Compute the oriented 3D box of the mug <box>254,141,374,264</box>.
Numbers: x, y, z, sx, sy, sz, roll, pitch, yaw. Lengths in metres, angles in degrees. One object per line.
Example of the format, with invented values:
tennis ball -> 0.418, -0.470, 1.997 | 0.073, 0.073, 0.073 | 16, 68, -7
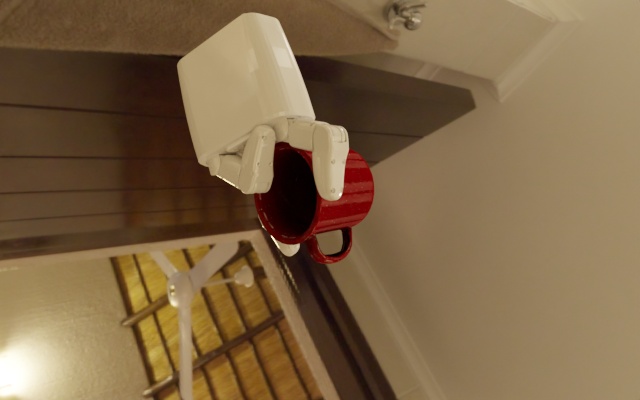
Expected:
mug -> 0.001, 0.003, 0.451 | 0.081, 0.117, 0.093 | -7, -15, -44
